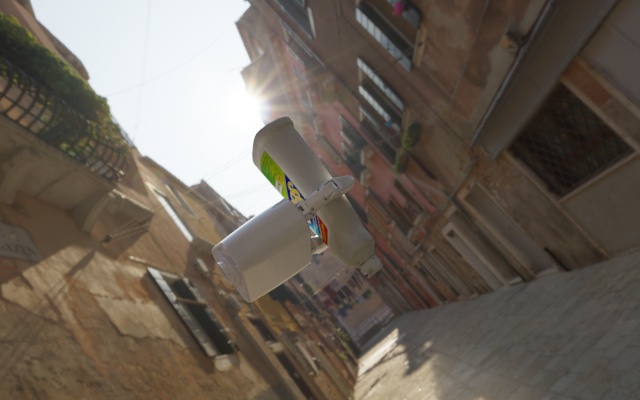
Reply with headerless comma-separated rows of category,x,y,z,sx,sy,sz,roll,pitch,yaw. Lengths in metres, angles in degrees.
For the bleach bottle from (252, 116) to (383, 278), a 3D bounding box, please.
bleach bottle,0.000,0.002,0.686,0.068,0.250,0.103,-34,-16,-24
